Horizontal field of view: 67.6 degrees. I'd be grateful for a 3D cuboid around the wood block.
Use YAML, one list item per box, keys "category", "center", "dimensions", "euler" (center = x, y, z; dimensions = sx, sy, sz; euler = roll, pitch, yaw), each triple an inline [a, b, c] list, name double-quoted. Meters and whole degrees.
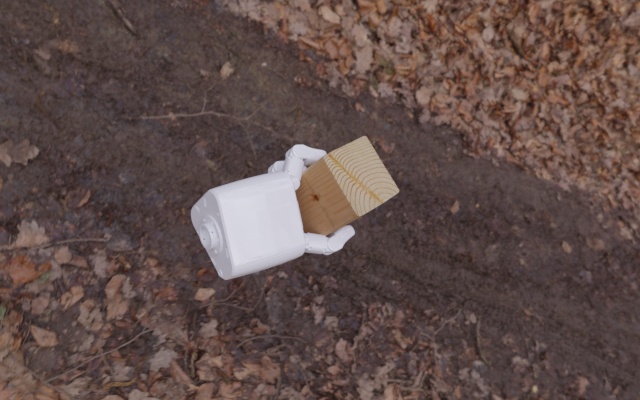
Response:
- category: "wood block"
  center: [0.000, 0.003, 0.691]
  dimensions: [0.090, 0.091, 0.206]
  euler: [-29, -2, -39]
